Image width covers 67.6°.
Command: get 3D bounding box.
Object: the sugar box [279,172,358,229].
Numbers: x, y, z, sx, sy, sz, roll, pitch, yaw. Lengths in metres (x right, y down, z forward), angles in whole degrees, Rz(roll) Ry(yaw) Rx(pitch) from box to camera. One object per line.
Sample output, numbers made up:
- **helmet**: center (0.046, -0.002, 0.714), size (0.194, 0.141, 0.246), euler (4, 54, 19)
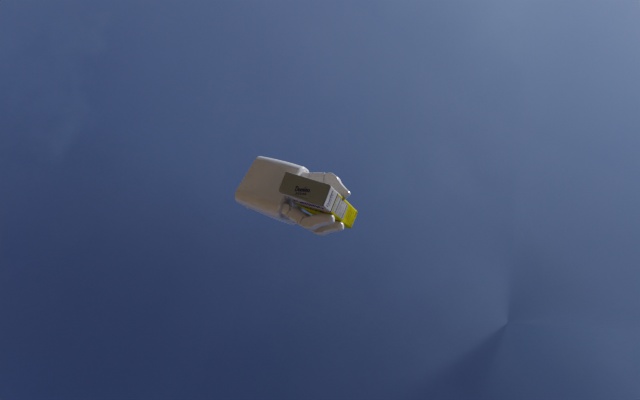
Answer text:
- **sugar box**: center (0.000, 0.003, 0.889), size (0.093, 0.048, 0.176), euler (18, -6, 24)
